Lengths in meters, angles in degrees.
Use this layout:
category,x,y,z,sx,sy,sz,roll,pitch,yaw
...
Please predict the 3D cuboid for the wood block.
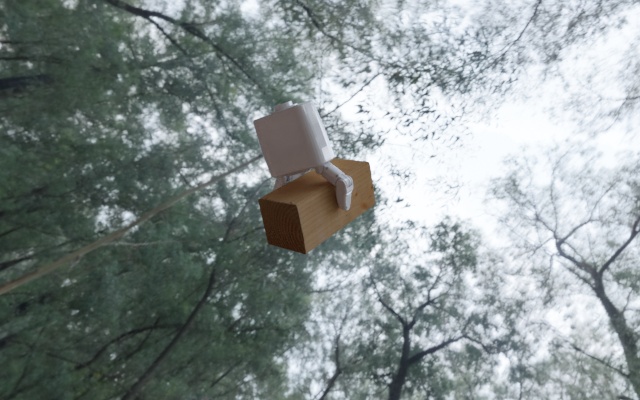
category,x,y,z,sx,sy,sz,roll,pitch,yaw
wood block,0.000,0.002,0.849,0.091,0.090,0.206,10,29,39
